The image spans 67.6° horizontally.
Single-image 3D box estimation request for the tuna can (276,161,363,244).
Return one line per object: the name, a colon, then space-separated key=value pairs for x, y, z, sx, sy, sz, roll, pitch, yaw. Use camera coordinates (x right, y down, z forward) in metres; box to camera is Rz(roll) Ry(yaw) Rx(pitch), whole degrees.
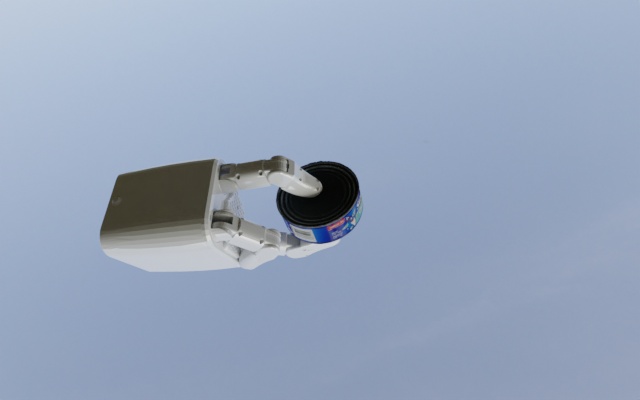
tuna can: x=0.000 y=0.002 z=0.490 sx=0.086 sy=0.086 sz=0.034 roll=0 pitch=-38 yaw=16
